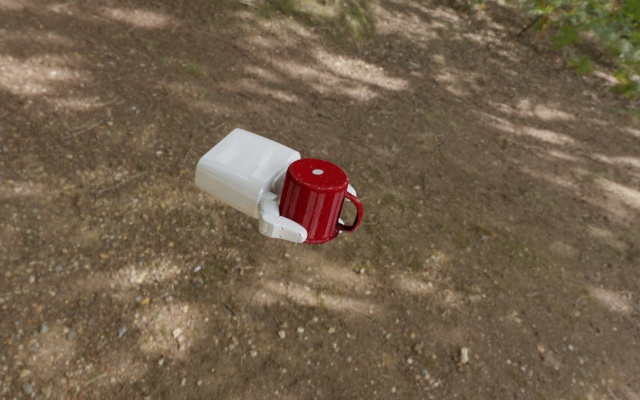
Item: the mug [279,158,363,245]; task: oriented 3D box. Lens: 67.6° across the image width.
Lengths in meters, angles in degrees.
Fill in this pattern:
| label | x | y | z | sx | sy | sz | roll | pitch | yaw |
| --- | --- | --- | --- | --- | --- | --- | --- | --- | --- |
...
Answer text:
| label | x | y | z | sx | sy | sz | roll | pitch | yaw |
| --- | --- | --- | --- | --- | --- | --- | --- | --- | --- |
| mug | 0.001 | 0.002 | 0.623 | 0.117 | 0.081 | 0.093 | 23 | 33 | 14 |
